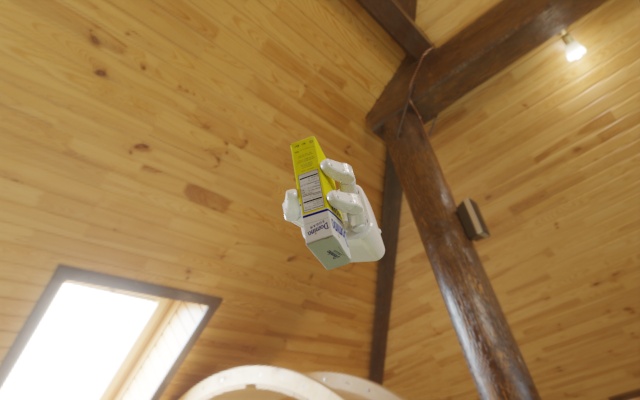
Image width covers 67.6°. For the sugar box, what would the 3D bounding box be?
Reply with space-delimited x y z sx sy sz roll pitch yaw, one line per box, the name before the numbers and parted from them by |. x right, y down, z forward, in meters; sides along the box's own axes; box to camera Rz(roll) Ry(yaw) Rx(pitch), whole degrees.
sugar box | 0.001 0.002 0.696 0.048 0.176 0.093 -20 -34 10
